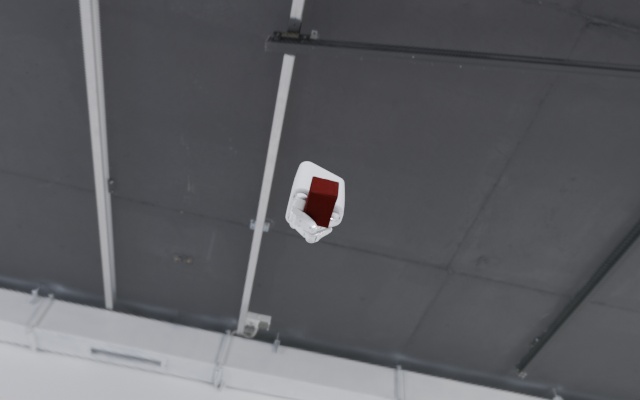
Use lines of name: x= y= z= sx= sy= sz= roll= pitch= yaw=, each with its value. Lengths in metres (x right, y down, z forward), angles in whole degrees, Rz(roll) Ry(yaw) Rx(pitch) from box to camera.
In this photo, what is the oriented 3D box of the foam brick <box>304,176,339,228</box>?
foam brick: x=0.000 y=0.003 z=0.890 sx=0.053 sy=0.078 sz=0.051 roll=14 pitch=38 yaw=-4
